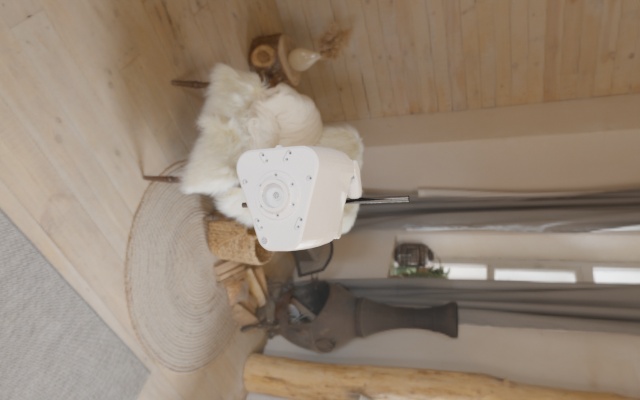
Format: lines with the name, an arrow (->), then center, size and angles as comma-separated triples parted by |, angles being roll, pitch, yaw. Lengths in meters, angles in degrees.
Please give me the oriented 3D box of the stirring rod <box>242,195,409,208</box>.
stirring rod -> 0.000, 0.002, 0.651 | 0.239, 0.011, 0.011 | -2, -1, 20
